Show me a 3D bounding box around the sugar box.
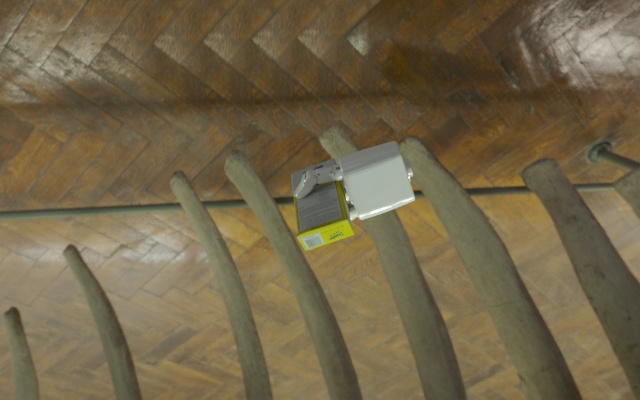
[{"bbox_3d":[0.000,0.003,0.866,0.093,0.048,0.176,-19,38,9],"label":"sugar box"}]
